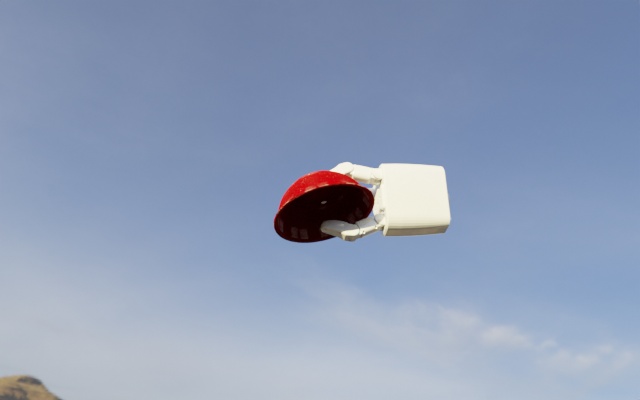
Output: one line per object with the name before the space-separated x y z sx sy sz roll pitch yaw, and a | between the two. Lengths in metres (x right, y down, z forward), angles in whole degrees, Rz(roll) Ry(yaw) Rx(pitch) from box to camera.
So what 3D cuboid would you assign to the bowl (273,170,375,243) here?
bowl | -0.001 0.002 0.748 0.162 0.055 0.162 -13 -32 -8
